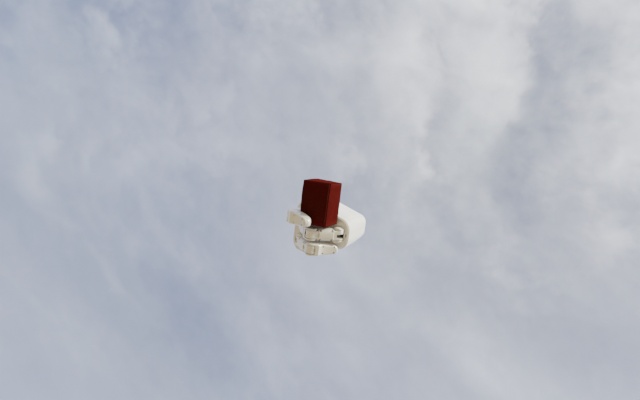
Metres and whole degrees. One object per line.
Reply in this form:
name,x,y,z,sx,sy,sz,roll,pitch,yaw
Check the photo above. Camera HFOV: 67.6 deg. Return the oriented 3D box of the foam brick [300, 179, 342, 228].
foam brick,0.000,0.002,0.838,0.053,0.078,0.051,12,11,25
